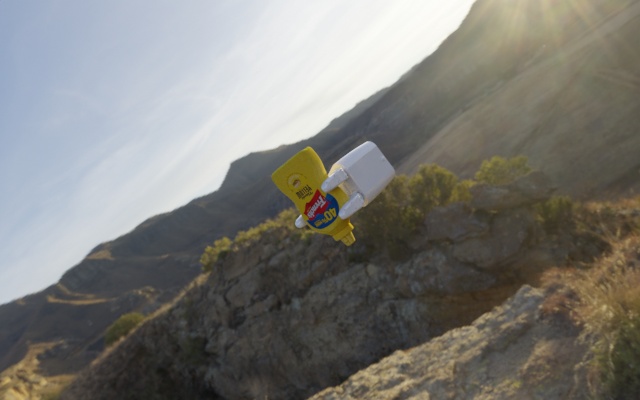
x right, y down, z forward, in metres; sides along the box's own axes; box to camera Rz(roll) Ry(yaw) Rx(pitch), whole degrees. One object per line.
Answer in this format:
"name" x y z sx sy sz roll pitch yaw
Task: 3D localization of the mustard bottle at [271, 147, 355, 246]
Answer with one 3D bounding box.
"mustard bottle" 0.000 0.003 0.879 0.096 0.191 0.058 -36 3 31
